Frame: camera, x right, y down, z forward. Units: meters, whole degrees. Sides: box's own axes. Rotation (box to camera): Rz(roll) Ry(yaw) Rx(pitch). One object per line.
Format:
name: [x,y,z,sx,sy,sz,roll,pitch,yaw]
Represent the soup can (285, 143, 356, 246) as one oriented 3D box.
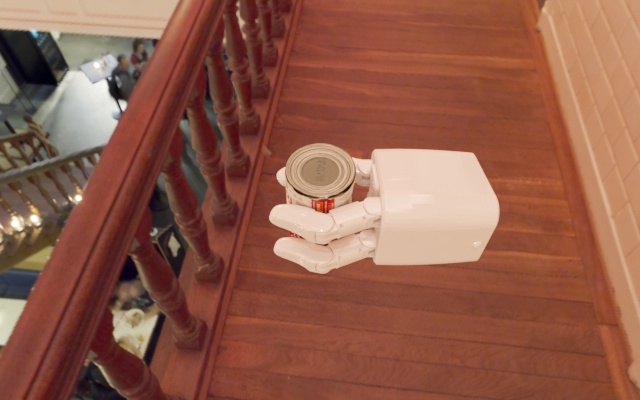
soup can: [0.000,0.001,0.477,0.068,0.068,0.102,0,-37,0]
